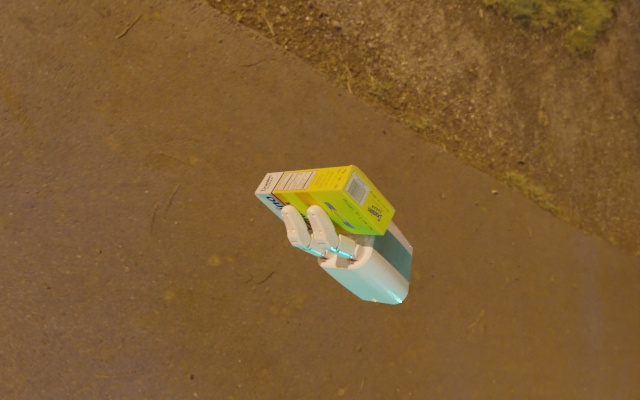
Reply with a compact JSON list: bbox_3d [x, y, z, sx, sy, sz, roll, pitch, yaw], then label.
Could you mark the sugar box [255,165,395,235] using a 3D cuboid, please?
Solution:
[{"bbox_3d":[0.000,0.003,0.628,0.176,0.048,0.093,-5,-41,48],"label":"sugar box"}]
